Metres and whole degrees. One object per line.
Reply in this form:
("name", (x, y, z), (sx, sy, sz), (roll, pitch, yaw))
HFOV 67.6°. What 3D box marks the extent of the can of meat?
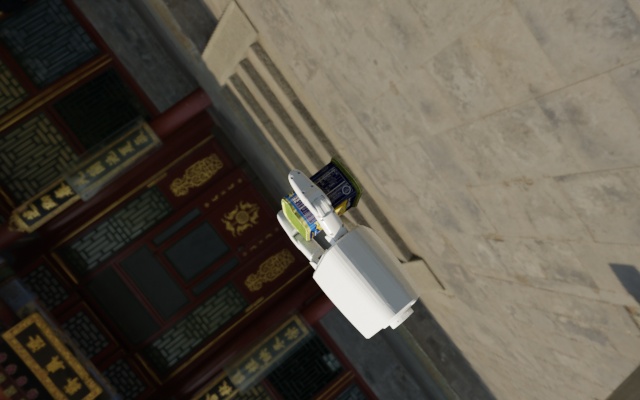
("can of meat", (0.000, 0.002, 0.601), (0.084, 0.057, 0.102), (-38, -11, -10))
